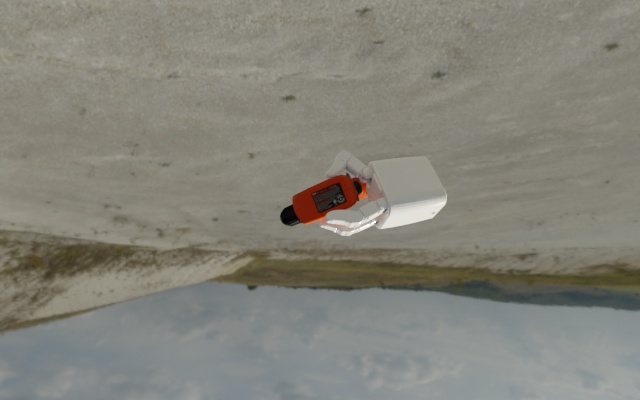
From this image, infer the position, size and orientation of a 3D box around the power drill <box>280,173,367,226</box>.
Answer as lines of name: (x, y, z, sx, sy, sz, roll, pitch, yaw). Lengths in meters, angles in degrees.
power drill: (0.000, 0.003, 0.863, 0.184, 0.057, 0.187, -24, 0, 5)
